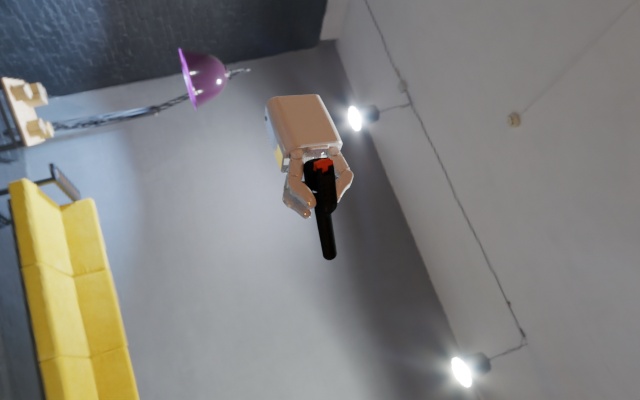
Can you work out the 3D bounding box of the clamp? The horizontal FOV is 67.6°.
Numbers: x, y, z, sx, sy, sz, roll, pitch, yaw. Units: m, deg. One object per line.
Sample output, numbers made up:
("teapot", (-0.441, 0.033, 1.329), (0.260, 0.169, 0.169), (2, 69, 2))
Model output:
("clamp", (0.001, 0.002, 0.794), (0.036, 0.164, 0.210), (-19, -19, -15))
